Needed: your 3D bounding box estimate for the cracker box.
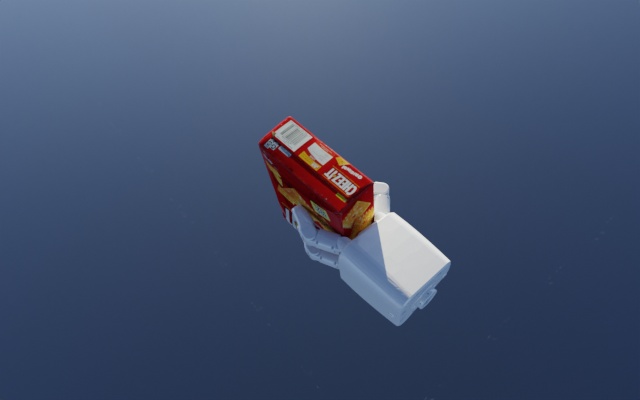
[{"bbox_3d":[0.000,0.002,0.708,0.164,0.072,0.214,41,-19,25],"label":"cracker box"}]
